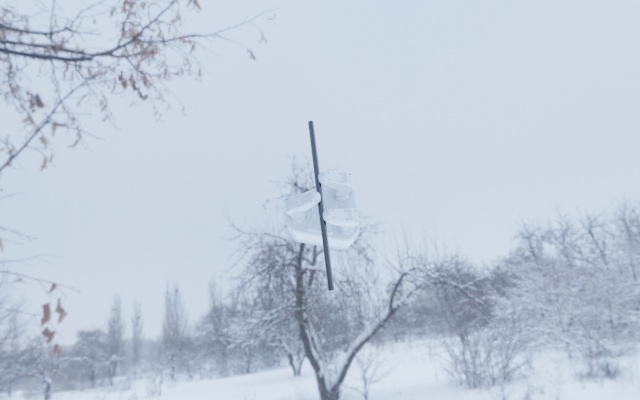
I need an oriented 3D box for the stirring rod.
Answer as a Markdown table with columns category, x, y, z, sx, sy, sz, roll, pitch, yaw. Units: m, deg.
| category | x | y | z | sx | sy | sz | roll | pitch | yaw |
| --- | --- | --- | --- | --- | --- | --- | --- | --- | --- |
| stirring rod | 0.000 | 0.002 | 0.654 | 0.011 | 0.239 | 0.011 | -7 | -15 | -2 |
